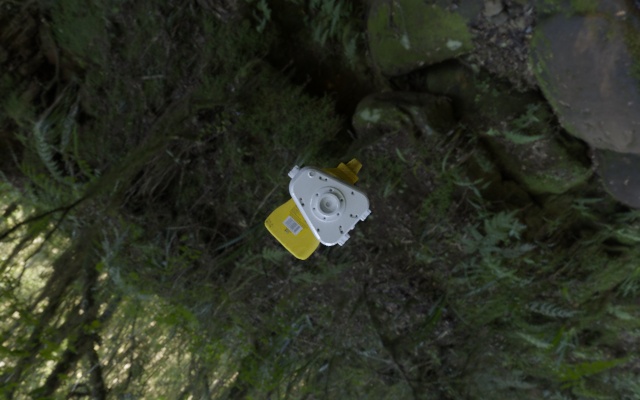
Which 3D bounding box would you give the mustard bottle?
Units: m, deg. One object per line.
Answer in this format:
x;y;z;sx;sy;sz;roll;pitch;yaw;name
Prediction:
0.000;0.003;0.824;0.096;0.191;0.058;43;1;19;mustard bottle
